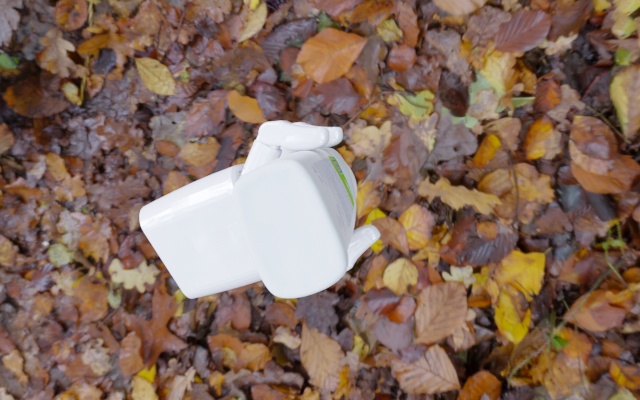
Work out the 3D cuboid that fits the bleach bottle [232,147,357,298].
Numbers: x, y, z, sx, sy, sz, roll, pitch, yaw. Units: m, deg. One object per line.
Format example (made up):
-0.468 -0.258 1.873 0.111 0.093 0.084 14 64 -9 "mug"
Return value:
0.000 0.001 0.454 0.068 0.102 0.251 -21 4 14 "bleach bottle"
